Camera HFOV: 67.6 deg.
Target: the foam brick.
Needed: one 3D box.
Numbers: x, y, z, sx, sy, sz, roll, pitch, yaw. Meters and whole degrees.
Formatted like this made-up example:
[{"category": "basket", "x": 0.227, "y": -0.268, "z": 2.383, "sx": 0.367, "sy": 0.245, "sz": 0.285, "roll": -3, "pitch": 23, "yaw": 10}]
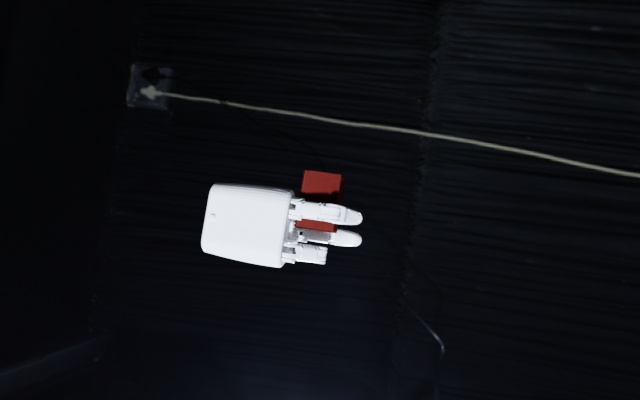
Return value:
[{"category": "foam brick", "x": 0.000, "y": 0.002, "z": 0.634, "sx": 0.051, "sy": 0.078, "sz": 0.053, "roll": 8, "pitch": -4, "yaw": 9}]
